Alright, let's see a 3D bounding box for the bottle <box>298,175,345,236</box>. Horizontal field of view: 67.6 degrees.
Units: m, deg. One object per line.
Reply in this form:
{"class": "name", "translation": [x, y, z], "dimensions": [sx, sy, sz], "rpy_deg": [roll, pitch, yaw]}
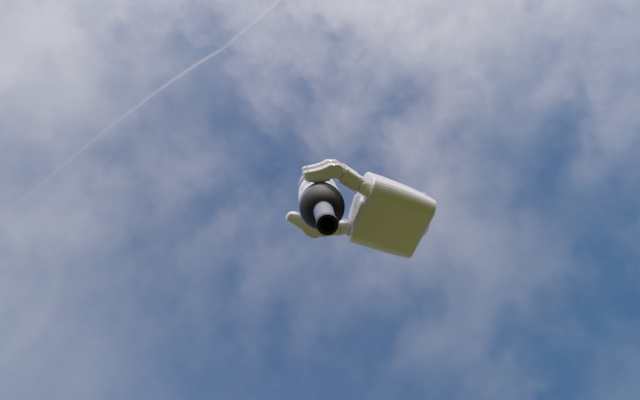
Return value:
{"class": "bottle", "translation": [0.000, 0.002, 0.728], "dimensions": [0.069, 0.069, 0.295], "rpy_deg": [0, 11, -3]}
